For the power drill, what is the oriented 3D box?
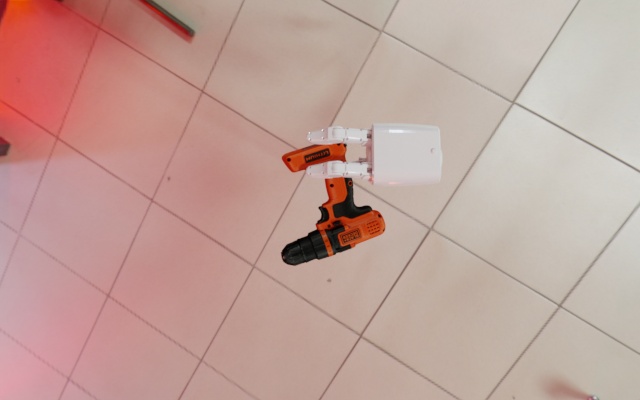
[{"bbox_3d":[0.000,0.002,0.793,0.184,0.188,0.057,-20,13,-8],"label":"power drill"}]
